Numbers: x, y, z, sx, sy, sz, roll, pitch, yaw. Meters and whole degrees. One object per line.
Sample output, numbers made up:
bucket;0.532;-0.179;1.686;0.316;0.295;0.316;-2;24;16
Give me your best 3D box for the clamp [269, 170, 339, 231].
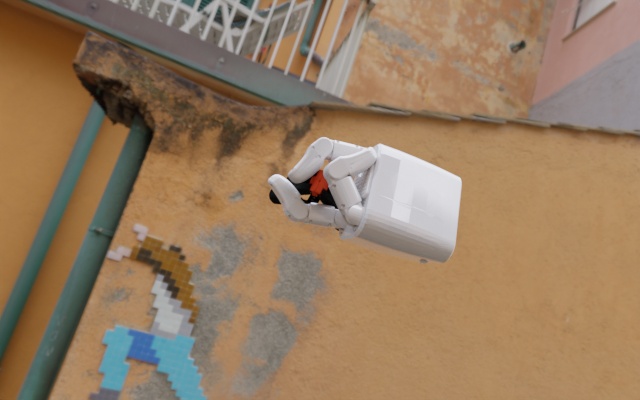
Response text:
clamp;0.000;0.001;0.604;0.120;0.039;0.171;19;-10;-10
